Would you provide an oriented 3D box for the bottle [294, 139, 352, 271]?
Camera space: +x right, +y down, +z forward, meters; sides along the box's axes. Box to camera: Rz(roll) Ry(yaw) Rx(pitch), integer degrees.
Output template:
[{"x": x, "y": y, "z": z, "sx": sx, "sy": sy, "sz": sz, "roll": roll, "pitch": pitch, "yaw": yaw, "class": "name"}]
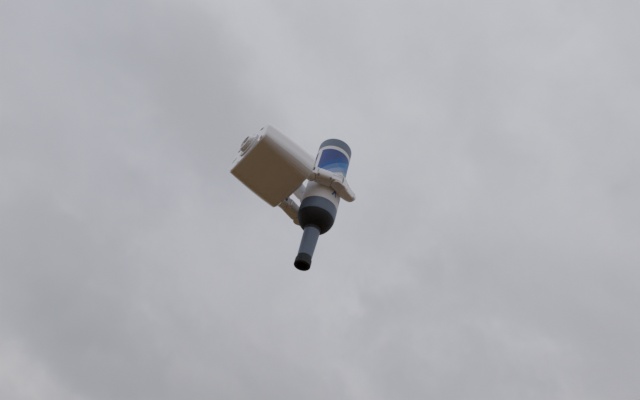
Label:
[{"x": 0.000, "y": 0.003, "z": 0.861, "sx": 0.069, "sy": 0.069, "sz": 0.295, "roll": 0, "pitch": 44, "yaw": 16, "class": "bottle"}]
